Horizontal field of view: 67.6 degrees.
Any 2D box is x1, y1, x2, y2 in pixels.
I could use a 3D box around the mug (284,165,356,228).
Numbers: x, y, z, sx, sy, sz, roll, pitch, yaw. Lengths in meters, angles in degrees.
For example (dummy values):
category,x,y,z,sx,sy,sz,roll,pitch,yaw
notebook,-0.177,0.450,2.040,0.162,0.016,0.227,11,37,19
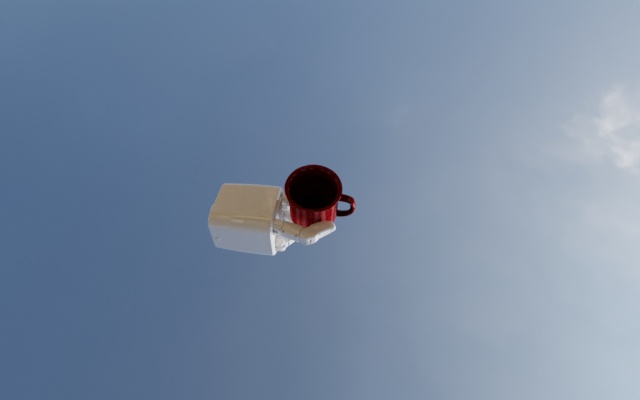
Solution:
category,x,y,z,sx,sy,sz,roll,pitch,yaw
mug,0.002,0.003,0.794,0.117,0.093,0.082,7,-33,4
